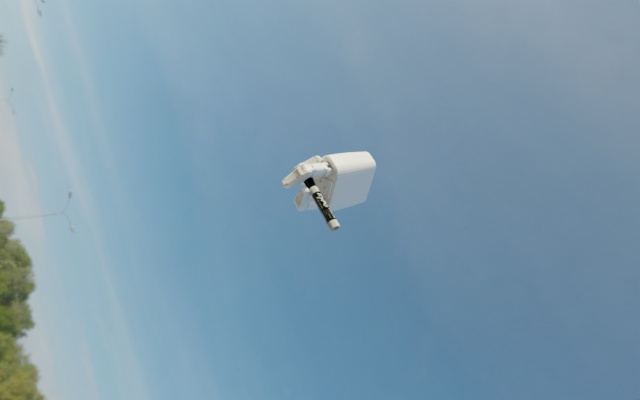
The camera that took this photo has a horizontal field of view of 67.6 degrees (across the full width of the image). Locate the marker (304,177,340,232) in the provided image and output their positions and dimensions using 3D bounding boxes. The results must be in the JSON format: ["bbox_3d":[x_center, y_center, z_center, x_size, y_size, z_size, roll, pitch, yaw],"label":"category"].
[{"bbox_3d":[0.000,0.003,0.871,0.020,0.121,0.020,-24,-26,-12],"label":"marker"}]
